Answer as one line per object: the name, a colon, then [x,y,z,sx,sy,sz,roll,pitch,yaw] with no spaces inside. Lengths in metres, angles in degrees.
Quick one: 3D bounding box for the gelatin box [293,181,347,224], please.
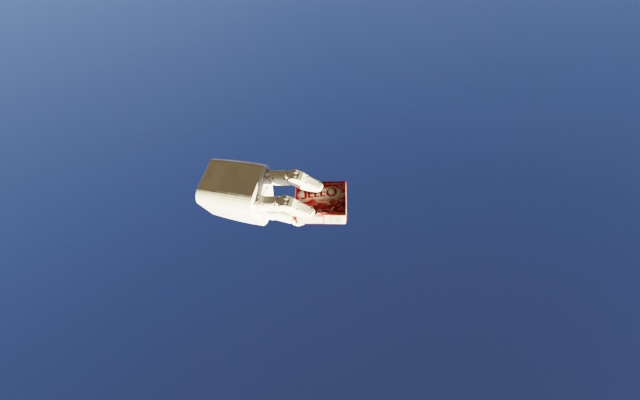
gelatin box: [0.000,0.003,0.822,0.089,0.073,0.030,0,-36,2]
